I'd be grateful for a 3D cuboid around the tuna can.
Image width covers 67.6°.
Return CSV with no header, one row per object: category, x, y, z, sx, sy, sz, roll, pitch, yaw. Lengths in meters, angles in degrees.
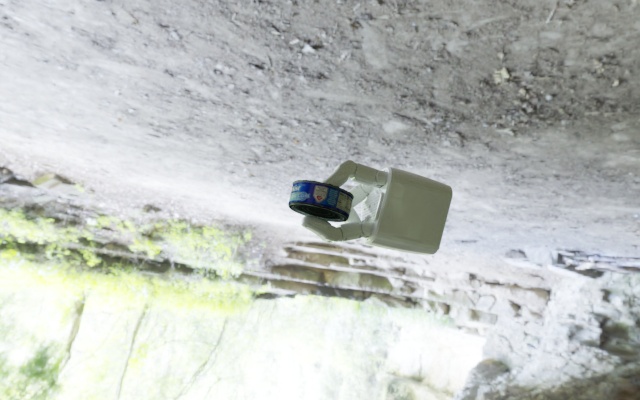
tuna can,0.000,0.003,0.648,0.086,0.033,0.086,13,-13,3
